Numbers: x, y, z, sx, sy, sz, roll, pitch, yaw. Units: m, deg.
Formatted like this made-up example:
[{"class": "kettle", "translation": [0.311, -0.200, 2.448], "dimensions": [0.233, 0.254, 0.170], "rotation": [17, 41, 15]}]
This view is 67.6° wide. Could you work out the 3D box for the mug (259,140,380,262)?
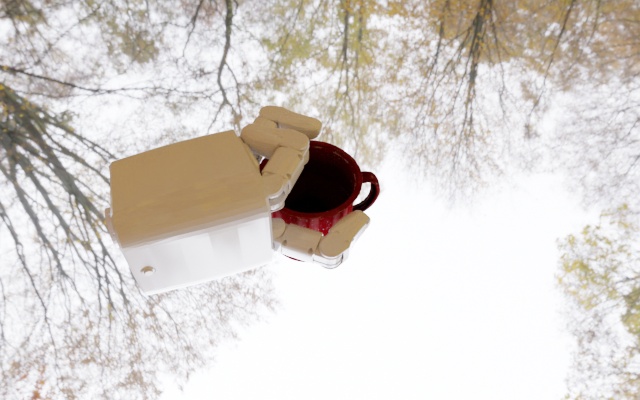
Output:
[{"class": "mug", "translation": [0.001, 0.001, 0.451], "dimensions": [0.117, 0.093, 0.082], "rotation": [-14, -38, -15]}]
